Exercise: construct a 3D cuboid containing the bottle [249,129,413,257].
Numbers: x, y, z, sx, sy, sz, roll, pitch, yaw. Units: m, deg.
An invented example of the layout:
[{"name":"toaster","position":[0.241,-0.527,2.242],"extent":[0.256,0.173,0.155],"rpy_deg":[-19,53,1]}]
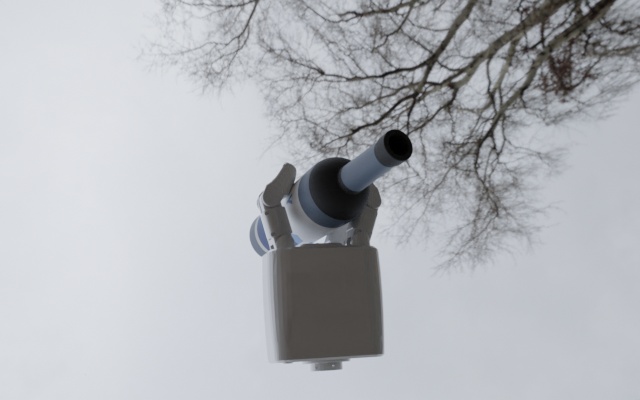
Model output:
[{"name":"bottle","position":[0.000,0.002,0.501],"extent":[0.069,0.069,0.296],"rpy_deg":[0,-18,-26]}]
